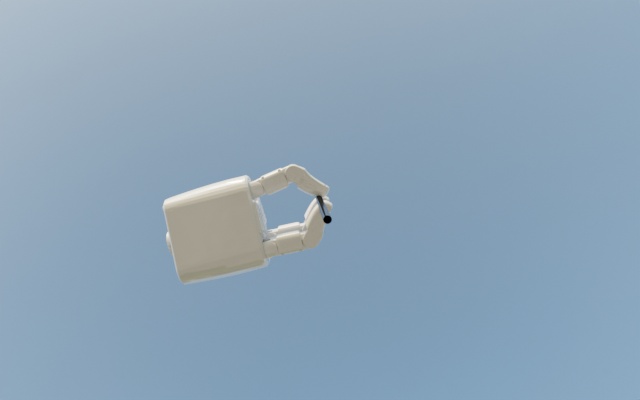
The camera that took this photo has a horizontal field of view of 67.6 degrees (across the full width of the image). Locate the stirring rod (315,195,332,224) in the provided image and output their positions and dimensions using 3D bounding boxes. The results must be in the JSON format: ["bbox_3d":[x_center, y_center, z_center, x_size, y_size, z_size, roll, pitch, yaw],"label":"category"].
[{"bbox_3d":[0.000,0.002,0.556,0.011,0.011,0.239,0,8,-3],"label":"stirring rod"}]
